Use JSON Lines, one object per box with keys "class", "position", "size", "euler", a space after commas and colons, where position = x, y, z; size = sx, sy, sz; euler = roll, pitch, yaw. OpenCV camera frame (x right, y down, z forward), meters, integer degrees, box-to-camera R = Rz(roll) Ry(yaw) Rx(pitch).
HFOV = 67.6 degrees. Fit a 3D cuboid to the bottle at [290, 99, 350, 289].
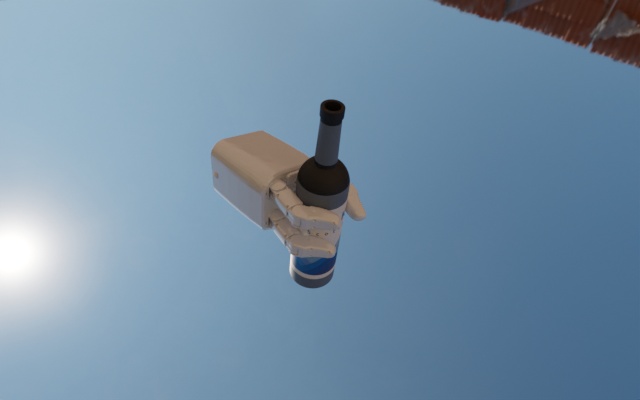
{"class": "bottle", "position": [0.000, 0.002, 0.616], "size": [0.069, 0.069, 0.296], "euler": [4, -45, -4]}
